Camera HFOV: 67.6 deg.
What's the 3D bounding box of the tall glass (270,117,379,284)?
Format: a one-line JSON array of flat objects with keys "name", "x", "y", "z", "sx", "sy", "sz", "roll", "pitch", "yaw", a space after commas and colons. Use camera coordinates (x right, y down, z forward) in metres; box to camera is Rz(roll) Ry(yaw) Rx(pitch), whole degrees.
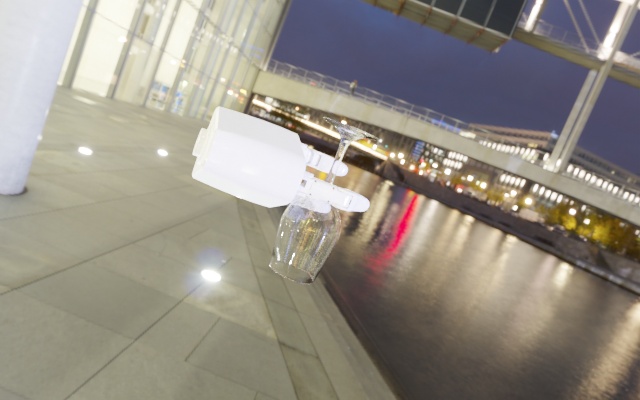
[{"name": "tall glass", "x": 0.001, "y": 0.001, "z": 0.602, "sx": 0.079, "sy": 0.201, "sz": 0.079, "roll": 22, "pitch": 6, "yaw": -2}]
